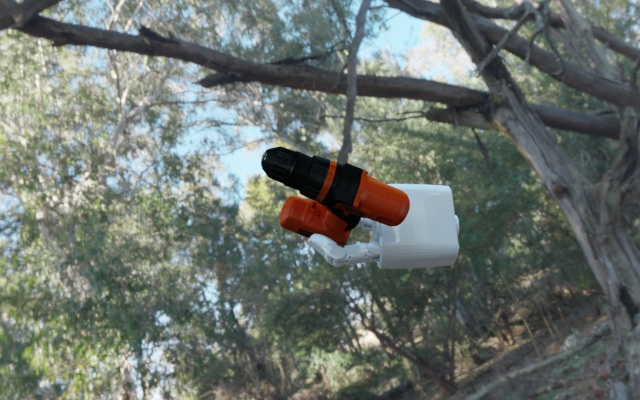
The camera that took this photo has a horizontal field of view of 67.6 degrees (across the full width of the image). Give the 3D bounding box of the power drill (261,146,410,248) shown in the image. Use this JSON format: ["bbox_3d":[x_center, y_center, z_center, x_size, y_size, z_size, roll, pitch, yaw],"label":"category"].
[{"bbox_3d":[0.000,0.002,0.623,0.184,0.057,0.188,22,-19,-8],"label":"power drill"}]
